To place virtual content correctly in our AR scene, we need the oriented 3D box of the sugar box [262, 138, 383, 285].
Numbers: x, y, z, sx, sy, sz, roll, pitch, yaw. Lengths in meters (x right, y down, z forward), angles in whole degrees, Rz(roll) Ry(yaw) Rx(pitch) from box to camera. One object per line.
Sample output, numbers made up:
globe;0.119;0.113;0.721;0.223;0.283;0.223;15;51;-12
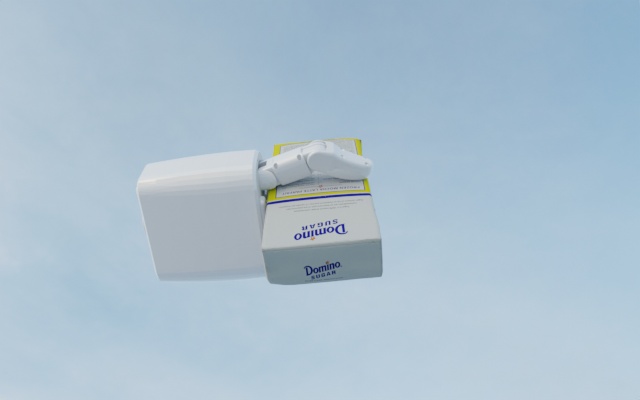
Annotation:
sugar box;0.000;0.002;0.436;0.093;0.048;0.176;-5;35;2
